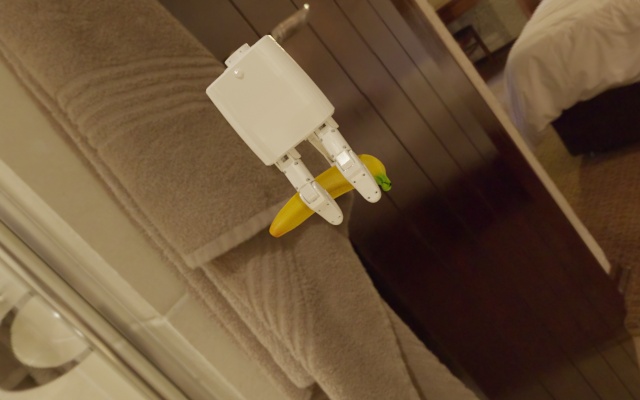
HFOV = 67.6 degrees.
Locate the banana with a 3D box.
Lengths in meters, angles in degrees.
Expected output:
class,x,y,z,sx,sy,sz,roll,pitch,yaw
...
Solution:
class,x,y,z,sx,sy,sz,roll,pitch,yaw
banana,0.009,-0.011,0.590,0.198,0.037,0.069,-27,24,40
